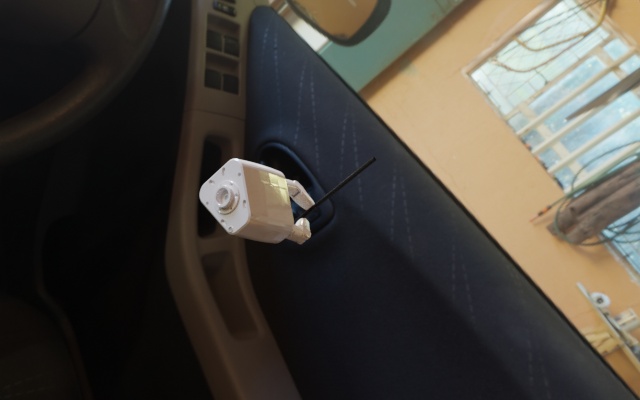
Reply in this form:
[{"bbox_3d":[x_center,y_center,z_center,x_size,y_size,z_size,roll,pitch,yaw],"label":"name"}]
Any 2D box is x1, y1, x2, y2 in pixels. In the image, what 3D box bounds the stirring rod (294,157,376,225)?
[{"bbox_3d":[0.000,0.003,0.816,0.239,0.011,0.011,-39,-15,20],"label":"stirring rod"}]
